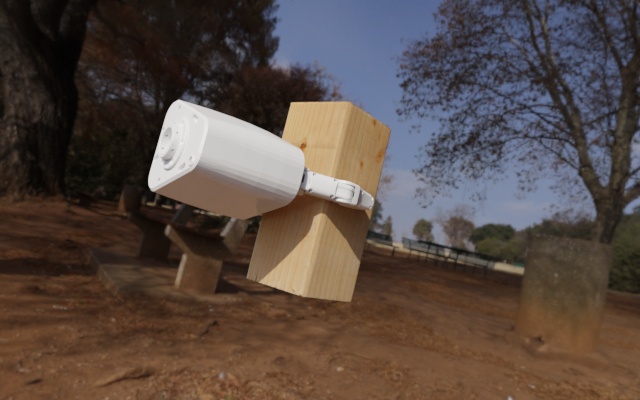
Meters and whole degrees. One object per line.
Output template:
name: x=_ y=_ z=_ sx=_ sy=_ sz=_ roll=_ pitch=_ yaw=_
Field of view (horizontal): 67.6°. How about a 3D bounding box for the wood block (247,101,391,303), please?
wood block: x=0.000 y=0.002 z=0.543 sx=0.091 sy=0.206 sz=0.090 roll=9 pitch=-7 yaw=40
